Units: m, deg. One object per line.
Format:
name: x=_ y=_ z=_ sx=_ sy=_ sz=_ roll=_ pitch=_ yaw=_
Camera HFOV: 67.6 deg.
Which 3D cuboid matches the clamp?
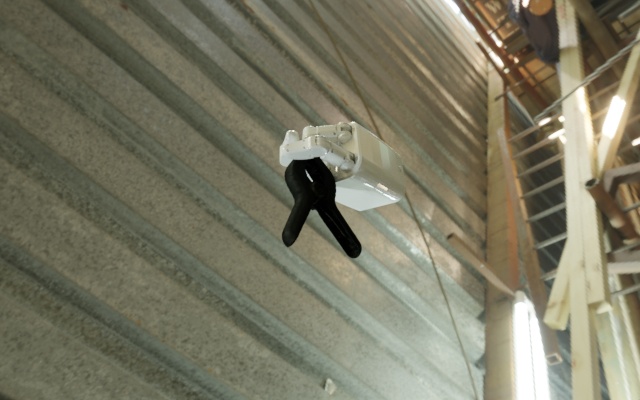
clamp: x=0.000 y=0.002 z=0.643 sx=0.120 sy=0.171 sz=0.039 roll=27 pitch=-44 yaw=-34
